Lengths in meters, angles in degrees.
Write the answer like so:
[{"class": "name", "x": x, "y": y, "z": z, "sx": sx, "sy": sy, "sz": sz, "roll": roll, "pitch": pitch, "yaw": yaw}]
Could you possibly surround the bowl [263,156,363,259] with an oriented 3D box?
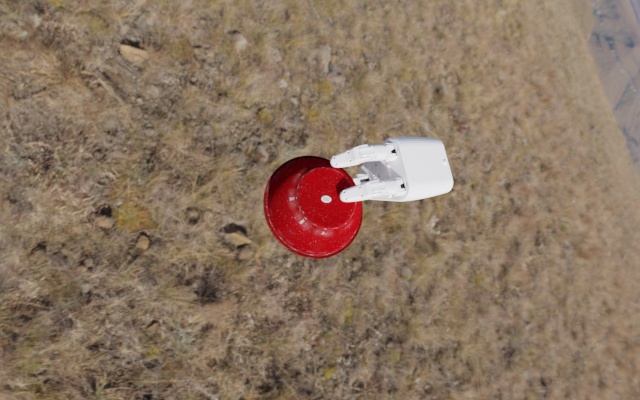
[{"class": "bowl", "x": -0.001, "y": 0.003, "z": 0.703, "sx": 0.162, "sy": 0.162, "sz": 0.055, "roll": 0, "pitch": -14, "yaw": -21}]
